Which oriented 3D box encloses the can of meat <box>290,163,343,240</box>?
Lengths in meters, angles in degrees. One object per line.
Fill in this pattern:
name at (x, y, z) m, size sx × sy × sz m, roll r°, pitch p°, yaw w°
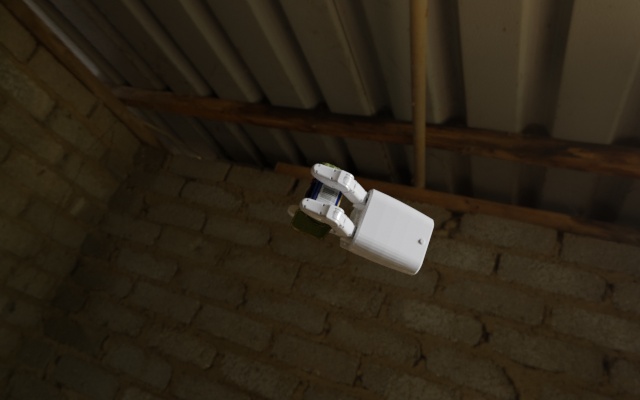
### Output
can of meat at (0.000, 0.002, 0.718) m, size 0.057 × 0.084 × 0.102 m, roll 24°, pitch -21°, yaw -2°
